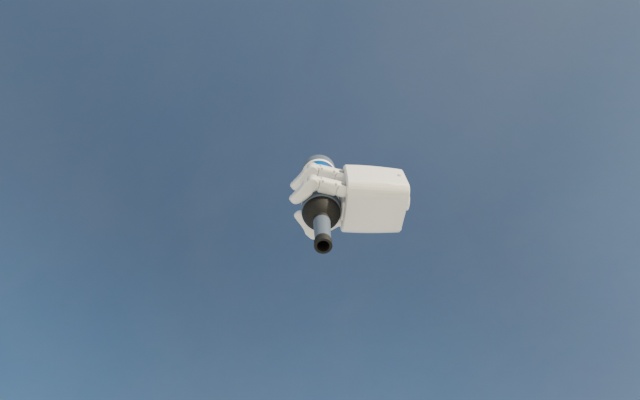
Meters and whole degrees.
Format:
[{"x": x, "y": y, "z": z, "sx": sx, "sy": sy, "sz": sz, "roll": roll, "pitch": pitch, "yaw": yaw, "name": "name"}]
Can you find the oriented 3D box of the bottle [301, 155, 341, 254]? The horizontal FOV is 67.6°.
[{"x": 0.000, "y": 0.003, "z": 0.833, "sx": 0.069, "sy": 0.069, "sz": 0.295, "roll": 0, "pitch": 26, "yaw": -2, "name": "bottle"}]
